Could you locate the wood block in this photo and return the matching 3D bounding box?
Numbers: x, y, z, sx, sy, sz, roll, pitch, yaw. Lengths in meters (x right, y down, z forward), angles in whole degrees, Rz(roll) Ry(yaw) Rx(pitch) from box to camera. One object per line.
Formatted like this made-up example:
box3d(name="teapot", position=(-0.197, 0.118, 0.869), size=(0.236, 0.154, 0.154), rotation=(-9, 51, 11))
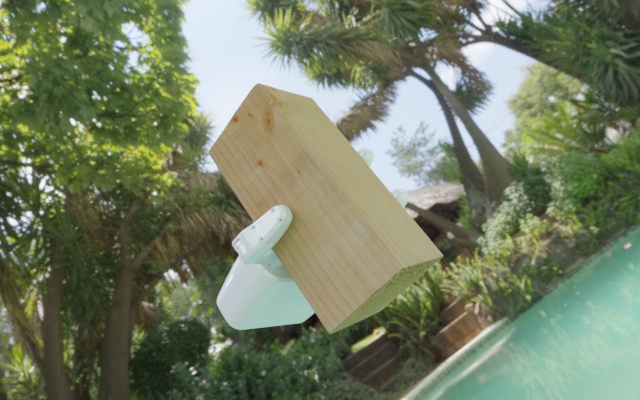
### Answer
box3d(name="wood block", position=(0.000, 0.002, 0.435), size=(0.090, 0.206, 0.091), rotation=(-48, -23, 26))
